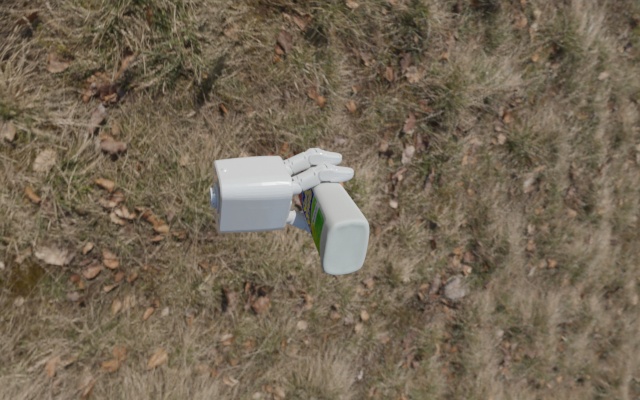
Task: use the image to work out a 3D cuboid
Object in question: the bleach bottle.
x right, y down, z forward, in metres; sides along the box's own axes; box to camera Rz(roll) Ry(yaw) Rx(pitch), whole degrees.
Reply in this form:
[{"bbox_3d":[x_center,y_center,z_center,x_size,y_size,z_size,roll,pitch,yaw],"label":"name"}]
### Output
[{"bbox_3d":[0.000,0.002,0.775,0.068,0.103,0.250,-4,33,-18],"label":"bleach bottle"}]
